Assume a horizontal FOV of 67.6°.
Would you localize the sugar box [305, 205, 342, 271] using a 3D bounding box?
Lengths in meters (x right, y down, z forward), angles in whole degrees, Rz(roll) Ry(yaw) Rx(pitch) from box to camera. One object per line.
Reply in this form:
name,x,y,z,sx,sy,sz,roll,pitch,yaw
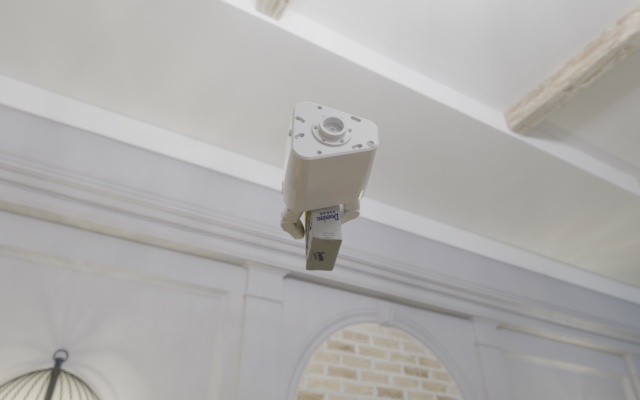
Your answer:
sugar box,0.000,0.002,0.686,0.048,0.176,0.093,4,-34,-6
